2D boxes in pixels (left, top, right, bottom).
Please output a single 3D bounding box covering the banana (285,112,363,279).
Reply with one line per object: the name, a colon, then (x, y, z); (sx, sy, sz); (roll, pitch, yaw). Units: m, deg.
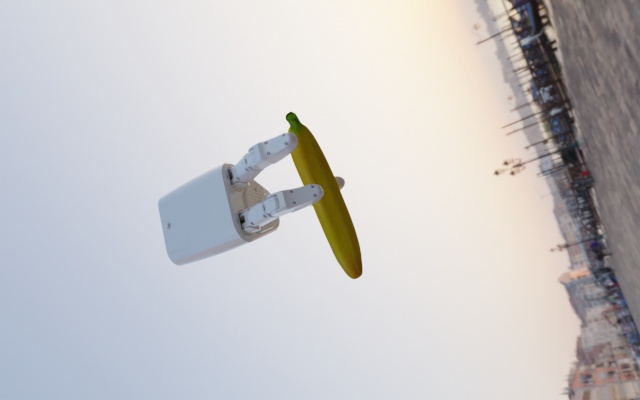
banana: (0.002, -0.006, 0.547); (0.037, 0.198, 0.069); (-22, 8, 15)
